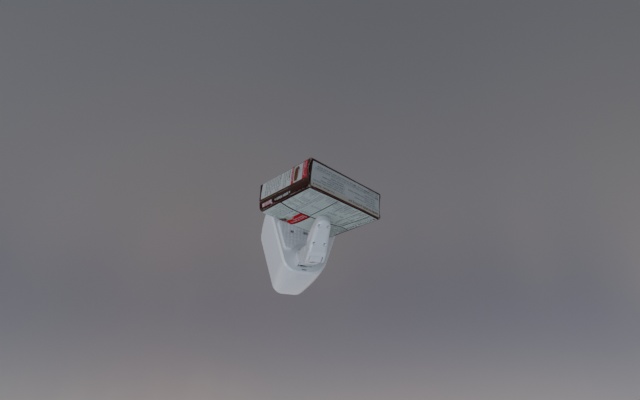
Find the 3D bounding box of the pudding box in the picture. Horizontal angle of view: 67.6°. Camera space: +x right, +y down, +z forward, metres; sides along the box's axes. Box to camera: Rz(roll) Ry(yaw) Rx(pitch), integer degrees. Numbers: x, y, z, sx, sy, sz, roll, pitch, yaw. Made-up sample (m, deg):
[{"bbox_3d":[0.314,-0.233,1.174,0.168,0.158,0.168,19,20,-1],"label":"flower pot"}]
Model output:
[{"bbox_3d":[0.000,0.002,0.549,0.113,0.039,0.090,23,-35,-37],"label":"pudding box"}]
